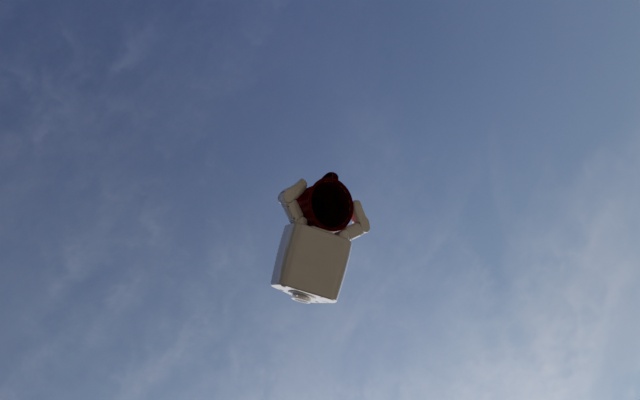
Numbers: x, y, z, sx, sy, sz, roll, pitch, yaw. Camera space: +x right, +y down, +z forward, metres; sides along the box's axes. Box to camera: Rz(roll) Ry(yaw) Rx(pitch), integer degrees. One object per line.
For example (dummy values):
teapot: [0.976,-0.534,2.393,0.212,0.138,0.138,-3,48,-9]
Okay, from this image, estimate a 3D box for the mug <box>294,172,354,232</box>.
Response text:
mug: [0.000,0.001,0.843,0.093,0.117,0.081,27,-24,-27]
